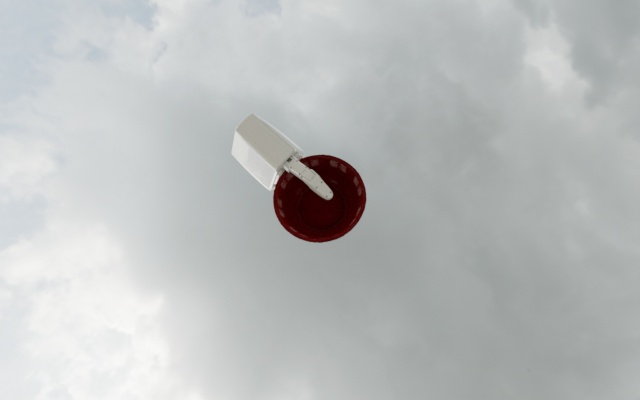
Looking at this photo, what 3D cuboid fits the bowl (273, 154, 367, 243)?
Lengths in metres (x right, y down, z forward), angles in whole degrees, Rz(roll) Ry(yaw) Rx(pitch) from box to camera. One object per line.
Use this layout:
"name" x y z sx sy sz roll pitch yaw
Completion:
"bowl" 0.001 0.004 0.843 0.162 0.162 0.055 0 -20 5
